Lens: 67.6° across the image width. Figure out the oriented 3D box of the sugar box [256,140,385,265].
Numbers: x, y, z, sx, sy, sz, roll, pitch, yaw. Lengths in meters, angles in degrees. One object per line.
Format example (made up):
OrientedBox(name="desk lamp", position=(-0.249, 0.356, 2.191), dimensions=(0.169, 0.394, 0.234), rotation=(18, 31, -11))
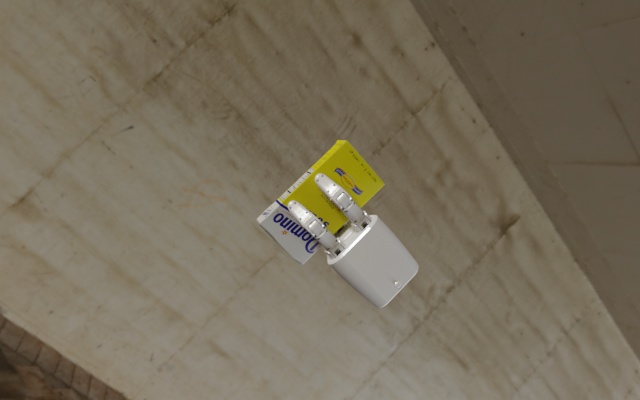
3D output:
OrientedBox(name="sugar box", position=(0.000, 0.002, 0.711), dimensions=(0.093, 0.176, 0.048), rotation=(46, -7, -16))
